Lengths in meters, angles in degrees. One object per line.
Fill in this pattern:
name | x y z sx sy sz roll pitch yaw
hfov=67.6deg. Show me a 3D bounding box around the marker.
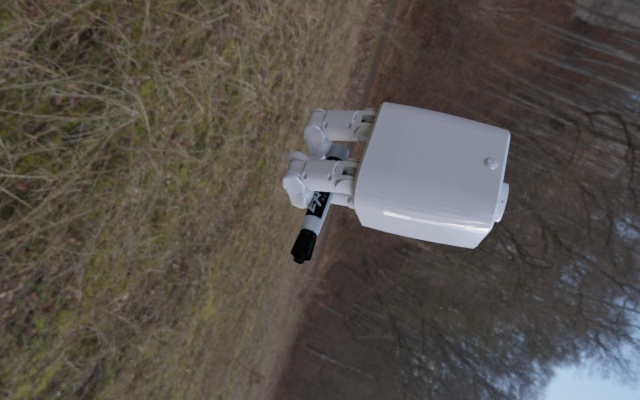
marker | 0.000 0.001 0.431 0.020 0.121 0.020 16 -27 8
